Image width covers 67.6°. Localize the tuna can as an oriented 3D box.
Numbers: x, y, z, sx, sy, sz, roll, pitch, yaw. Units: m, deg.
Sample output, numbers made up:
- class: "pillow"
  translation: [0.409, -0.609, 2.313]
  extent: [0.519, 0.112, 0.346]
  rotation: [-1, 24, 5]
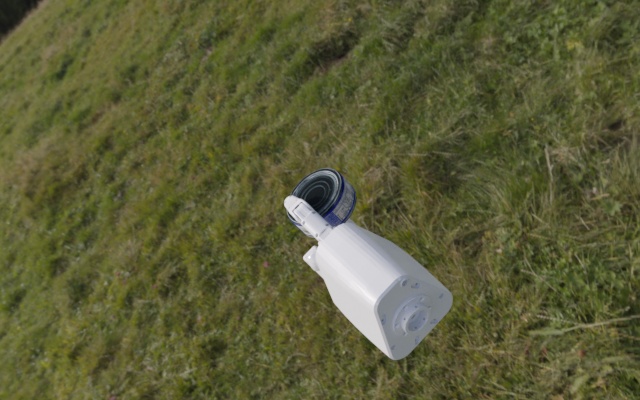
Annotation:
- class: "tuna can"
  translation: [0.000, 0.002, 0.596]
  extent: [0.086, 0.086, 0.034]
  rotation: [0, -34, 43]
